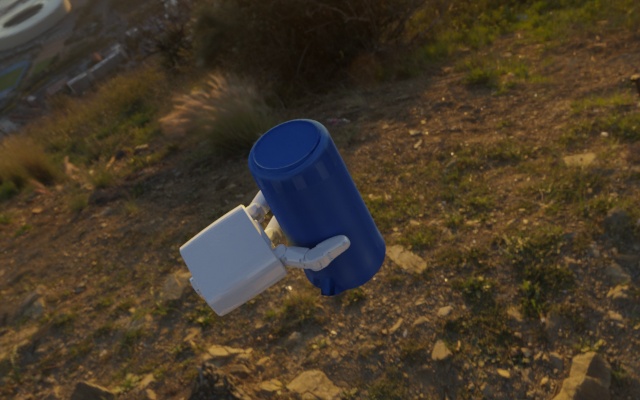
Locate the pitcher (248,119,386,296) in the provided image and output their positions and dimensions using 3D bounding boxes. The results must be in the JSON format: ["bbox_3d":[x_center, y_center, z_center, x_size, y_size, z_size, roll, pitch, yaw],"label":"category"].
[{"bbox_3d":[0.000,0.002,0.667,0.145,0.243,0.149,-33,43,-7],"label":"pitcher"}]
